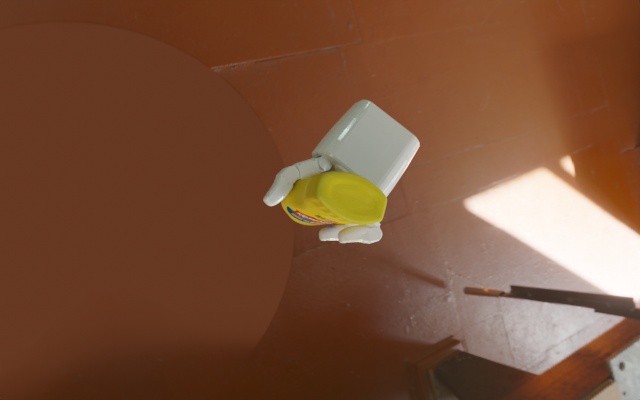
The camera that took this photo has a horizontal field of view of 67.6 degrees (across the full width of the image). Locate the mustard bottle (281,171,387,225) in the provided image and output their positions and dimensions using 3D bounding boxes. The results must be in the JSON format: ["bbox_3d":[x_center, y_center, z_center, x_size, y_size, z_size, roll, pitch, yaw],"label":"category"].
[{"bbox_3d":[0.000,0.002,0.642,0.096,0.058,0.191,18,-10,-23],"label":"mustard bottle"}]
